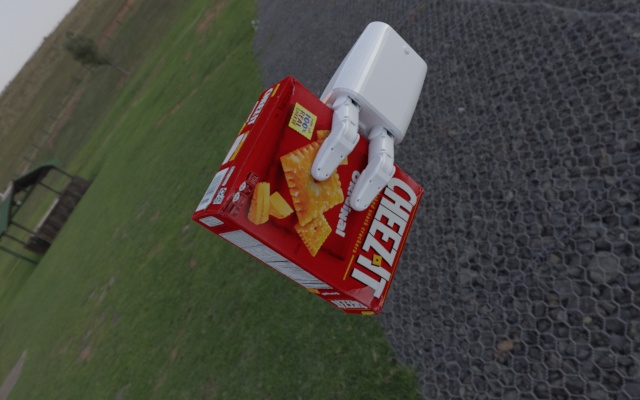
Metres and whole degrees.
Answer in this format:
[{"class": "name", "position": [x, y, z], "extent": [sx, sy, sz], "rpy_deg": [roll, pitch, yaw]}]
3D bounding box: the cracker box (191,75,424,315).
[{"class": "cracker box", "position": [0.000, 0.002, 0.509], "extent": [0.214, 0.164, 0.072], "rpy_deg": [36, -25, -25]}]
